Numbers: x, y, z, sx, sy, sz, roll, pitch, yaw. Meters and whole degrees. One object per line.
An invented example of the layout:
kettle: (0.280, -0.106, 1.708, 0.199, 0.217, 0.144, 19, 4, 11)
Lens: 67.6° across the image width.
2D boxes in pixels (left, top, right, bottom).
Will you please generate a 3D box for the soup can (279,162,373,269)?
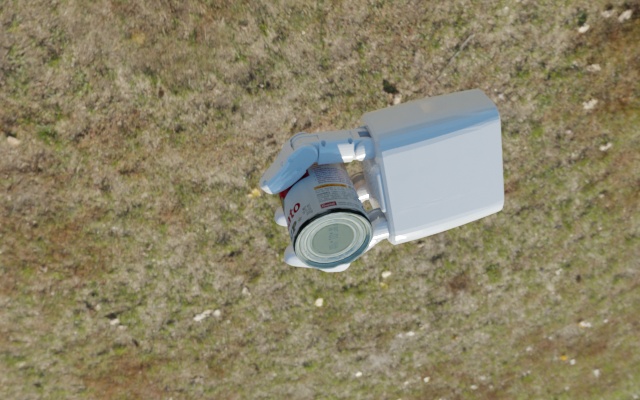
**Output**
soup can: (0.000, 0.002, 0.418, 0.068, 0.069, 0.102, 0, 40, -17)
